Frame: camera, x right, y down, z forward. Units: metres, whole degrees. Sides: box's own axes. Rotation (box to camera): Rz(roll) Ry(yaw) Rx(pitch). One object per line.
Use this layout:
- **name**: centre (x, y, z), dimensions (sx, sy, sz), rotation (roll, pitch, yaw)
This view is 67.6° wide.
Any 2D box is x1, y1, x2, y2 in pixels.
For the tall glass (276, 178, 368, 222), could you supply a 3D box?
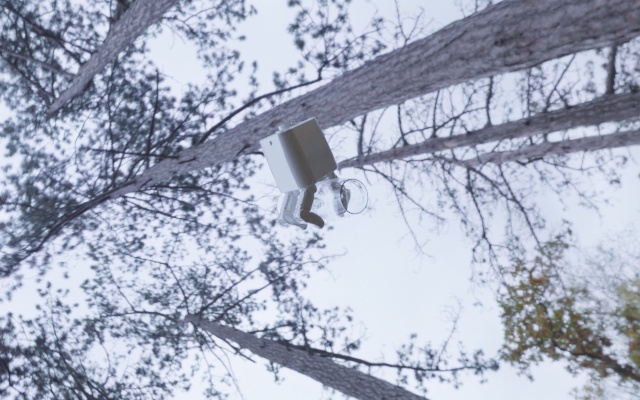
- **tall glass**: centre (0.000, 0.003, 0.886), dimensions (0.079, 0.079, 0.201), rotation (0, -6, -36)
